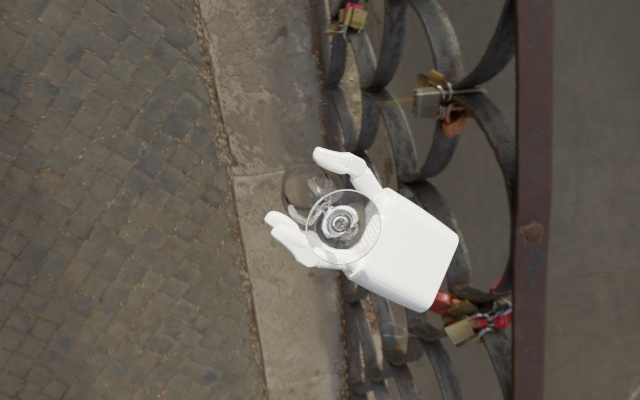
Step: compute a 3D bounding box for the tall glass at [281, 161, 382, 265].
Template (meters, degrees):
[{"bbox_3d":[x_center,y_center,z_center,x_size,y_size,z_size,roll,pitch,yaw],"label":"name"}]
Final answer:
[{"bbox_3d":[0.000,0.002,0.541,0.079,0.079,0.201,0,14,-14],"label":"tall glass"}]
